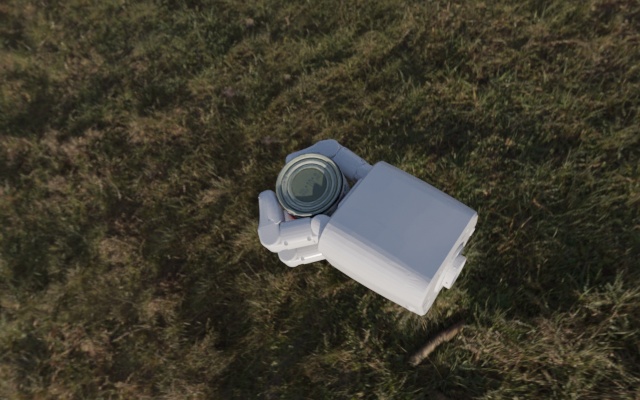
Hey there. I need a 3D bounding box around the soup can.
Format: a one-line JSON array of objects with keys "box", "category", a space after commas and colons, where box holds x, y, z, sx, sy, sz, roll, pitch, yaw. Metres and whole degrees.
[{"box": [0.000, 0.001, 0.495, 0.068, 0.068, 0.102, 0, -20, 14], "category": "soup can"}]
